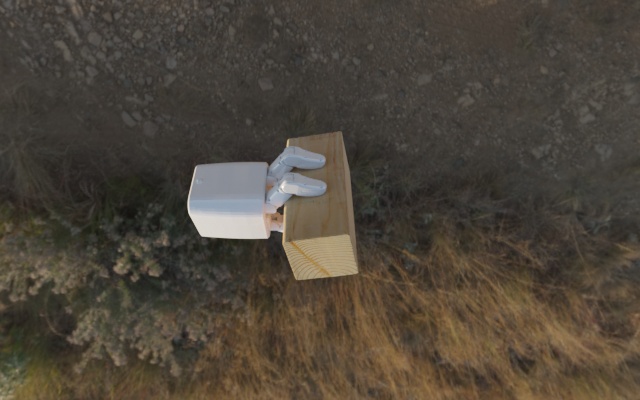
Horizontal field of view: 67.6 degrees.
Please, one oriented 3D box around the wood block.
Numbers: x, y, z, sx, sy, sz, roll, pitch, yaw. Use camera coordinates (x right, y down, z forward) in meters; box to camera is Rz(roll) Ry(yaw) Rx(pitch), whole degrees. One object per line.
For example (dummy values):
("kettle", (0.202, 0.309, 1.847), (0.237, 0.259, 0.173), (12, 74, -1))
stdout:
("wood block", (0.000, 0.003, 0.702), (0.090, 0.206, 0.091), (-8, -43, 7))
